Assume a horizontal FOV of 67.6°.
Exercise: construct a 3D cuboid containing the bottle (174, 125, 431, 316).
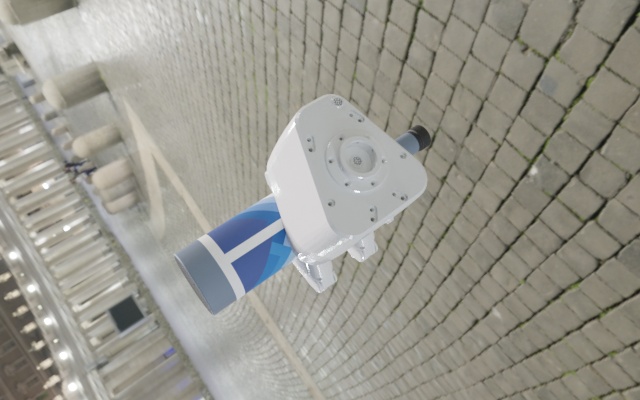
[{"bbox_3d":[0.000,0.002,0.483,0.295,0.069,0.069,-33,13,-22],"label":"bottle"}]
